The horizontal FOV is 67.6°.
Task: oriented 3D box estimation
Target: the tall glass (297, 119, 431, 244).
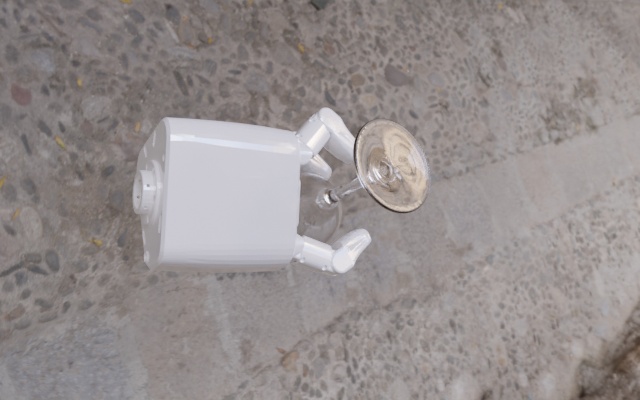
[{"bbox_3d":[0.001,0.001,0.431,0.079,0.079,0.201,0,-16,-34],"label":"tall glass"}]
